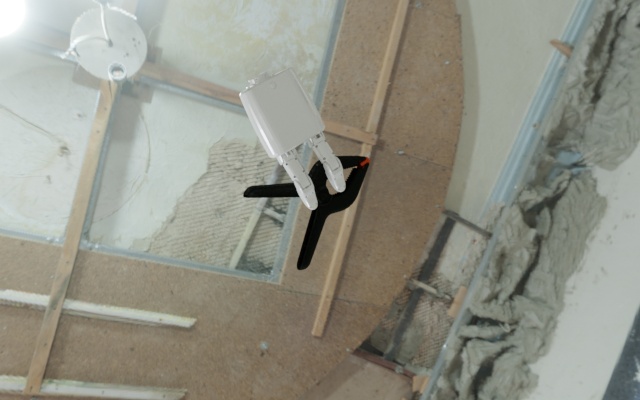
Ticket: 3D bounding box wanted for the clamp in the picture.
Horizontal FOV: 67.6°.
[{"bbox_3d":[0.000,0.002,0.778,0.210,0.165,0.036,-32,20,-16],"label":"clamp"}]
